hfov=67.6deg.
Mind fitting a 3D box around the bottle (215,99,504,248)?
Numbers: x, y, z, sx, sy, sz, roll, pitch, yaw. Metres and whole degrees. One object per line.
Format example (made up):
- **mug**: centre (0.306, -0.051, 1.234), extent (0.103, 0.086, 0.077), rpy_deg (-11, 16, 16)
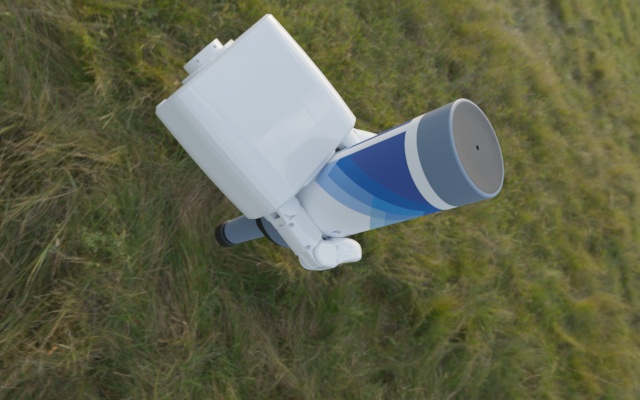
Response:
- **bottle**: centre (0.000, 0.001, 0.406), extent (0.069, 0.069, 0.296), rpy_deg (0, -14, -45)
